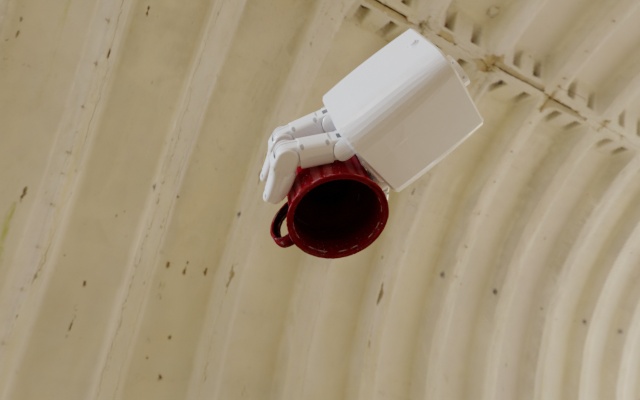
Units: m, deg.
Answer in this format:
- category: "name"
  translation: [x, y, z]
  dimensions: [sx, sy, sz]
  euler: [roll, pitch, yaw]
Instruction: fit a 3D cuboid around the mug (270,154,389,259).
- category: "mug"
  translation: [-0.001, 0.002, 0.460]
  dimensions: [0.117, 0.093, 0.081]
  euler: [-37, 33, 14]
